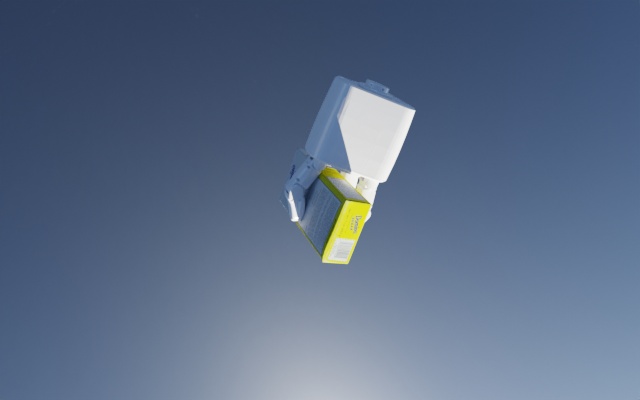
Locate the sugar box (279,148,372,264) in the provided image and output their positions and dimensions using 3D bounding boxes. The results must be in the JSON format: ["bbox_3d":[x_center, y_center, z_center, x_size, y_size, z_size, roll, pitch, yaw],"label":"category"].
[{"bbox_3d":[0.001,0.002,0.670,0.048,0.093,0.176,10,23,-27],"label":"sugar box"}]
